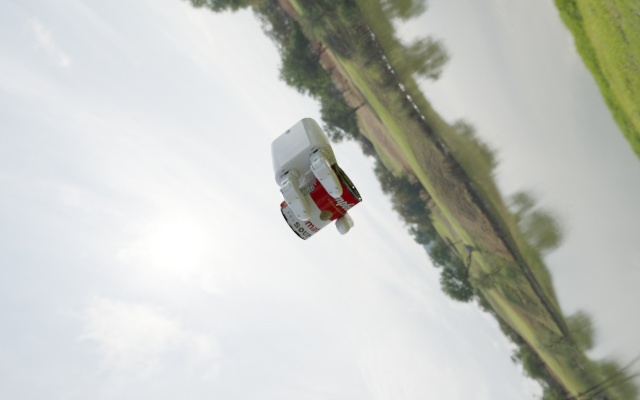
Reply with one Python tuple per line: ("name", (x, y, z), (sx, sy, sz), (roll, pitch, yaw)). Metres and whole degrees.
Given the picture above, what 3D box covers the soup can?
("soup can", (0.000, 0.003, 0.689), (0.102, 0.068, 0.068), (-36, -8, 11))
